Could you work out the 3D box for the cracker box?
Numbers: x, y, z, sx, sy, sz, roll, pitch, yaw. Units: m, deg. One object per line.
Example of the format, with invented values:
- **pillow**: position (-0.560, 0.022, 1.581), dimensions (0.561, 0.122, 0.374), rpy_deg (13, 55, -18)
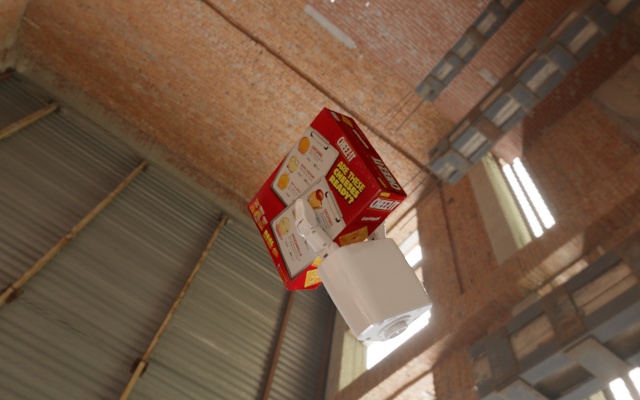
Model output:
- **cracker box**: position (0.000, 0.002, 0.693), dimensions (0.072, 0.164, 0.214), rpy_deg (9, -48, -46)
